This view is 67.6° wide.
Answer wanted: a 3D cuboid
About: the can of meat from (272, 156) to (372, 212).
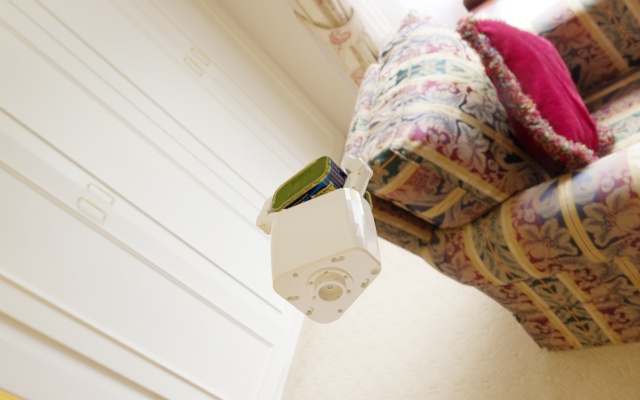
[{"bbox_3d":[0.000,0.002,0.613,0.102,0.084,0.057,-35,30,22],"label":"can of meat"}]
